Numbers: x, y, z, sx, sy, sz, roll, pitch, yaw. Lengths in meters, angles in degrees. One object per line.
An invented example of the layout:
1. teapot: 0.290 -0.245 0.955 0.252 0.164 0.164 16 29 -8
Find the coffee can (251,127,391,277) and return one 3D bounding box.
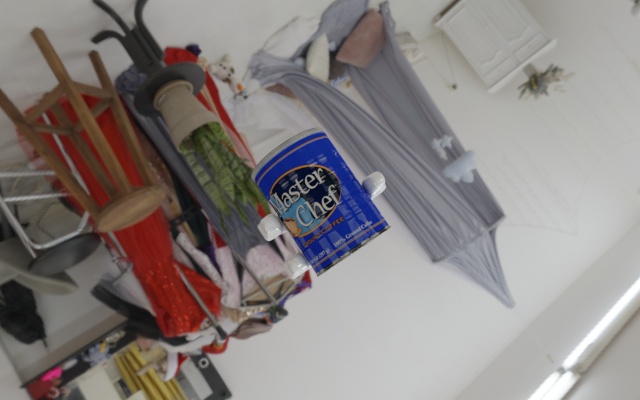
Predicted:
1. coffee can: 0.000 0.002 0.555 0.103 0.140 0.103 -33 -8 -5
